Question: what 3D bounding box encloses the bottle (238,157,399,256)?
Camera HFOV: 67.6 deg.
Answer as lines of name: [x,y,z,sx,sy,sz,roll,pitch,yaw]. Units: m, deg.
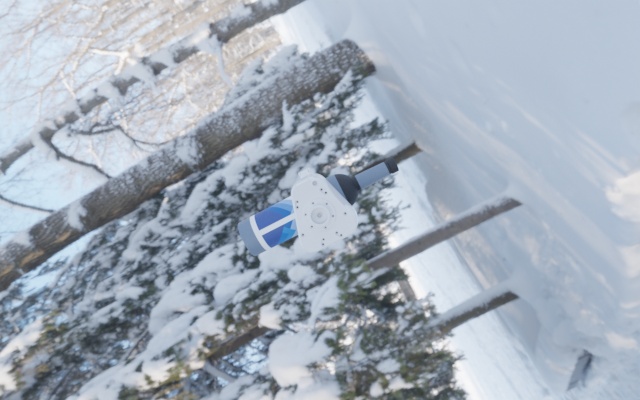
bottle: [0.000,0.003,0.841,0.296,0.069,0.069,-27,-2,3]
